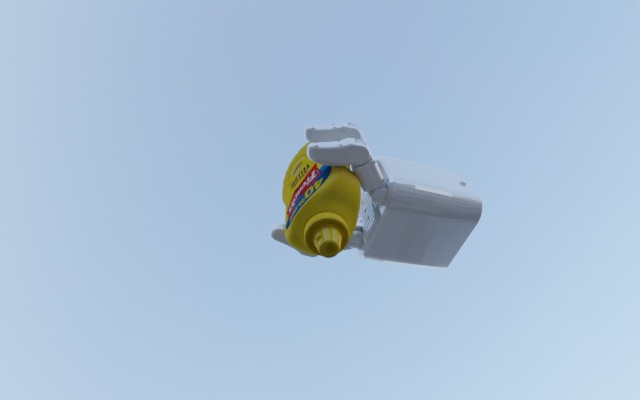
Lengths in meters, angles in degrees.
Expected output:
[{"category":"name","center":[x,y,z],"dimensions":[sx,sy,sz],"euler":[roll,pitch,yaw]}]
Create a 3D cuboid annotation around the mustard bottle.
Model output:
[{"category":"mustard bottle","center":[0.000,0.001,0.496],"dimensions":[0.058,0.096,0.191],"euler":[34,18,-20]}]
